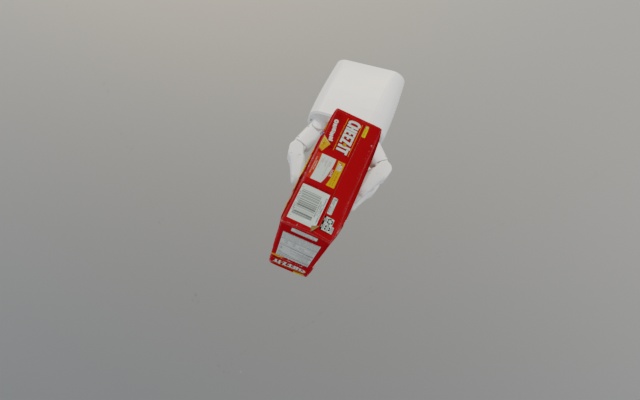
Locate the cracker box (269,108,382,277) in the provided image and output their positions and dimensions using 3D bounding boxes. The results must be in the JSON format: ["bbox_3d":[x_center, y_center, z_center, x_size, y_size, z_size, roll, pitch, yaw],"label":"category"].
[{"bbox_3d":[0.000,0.002,0.648,0.072,0.164,0.214,25,-21,0],"label":"cracker box"}]
